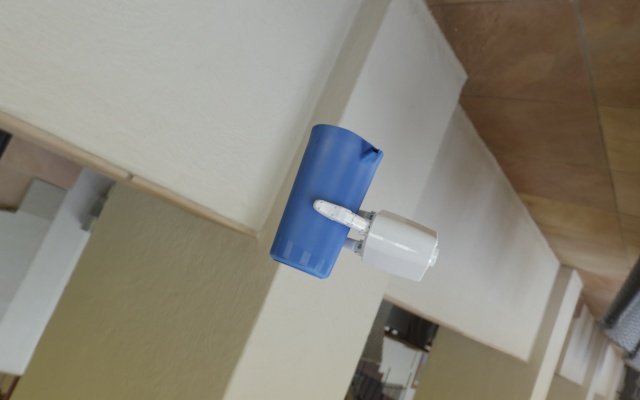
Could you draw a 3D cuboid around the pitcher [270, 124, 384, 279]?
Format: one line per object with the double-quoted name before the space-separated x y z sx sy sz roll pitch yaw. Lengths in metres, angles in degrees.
"pitcher" 0.000 0.003 0.820 0.145 0.243 0.149 21 -9 10
